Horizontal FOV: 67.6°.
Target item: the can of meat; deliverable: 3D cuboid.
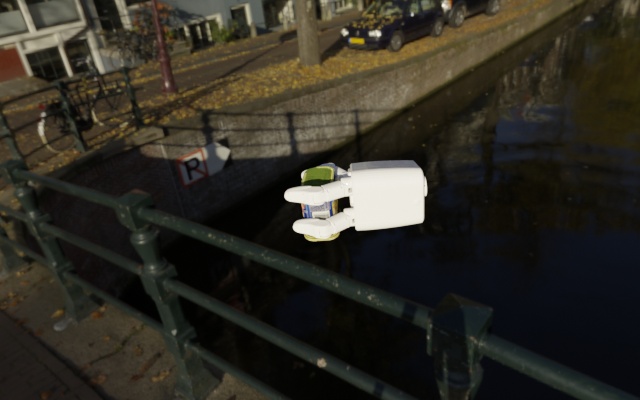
[{"bbox_3d":[0.000,0.002,0.776,0.057,0.084,0.102,-3,30,6],"label":"can of meat"}]
